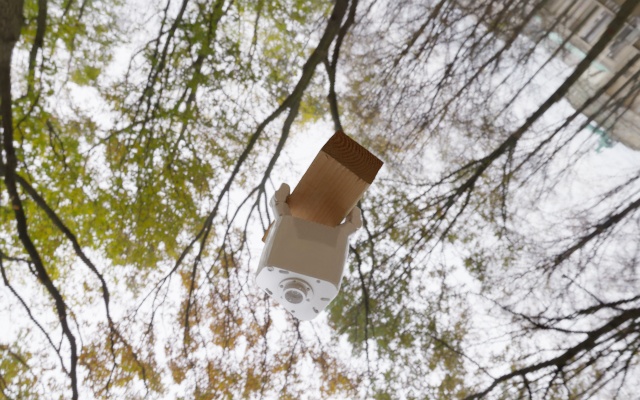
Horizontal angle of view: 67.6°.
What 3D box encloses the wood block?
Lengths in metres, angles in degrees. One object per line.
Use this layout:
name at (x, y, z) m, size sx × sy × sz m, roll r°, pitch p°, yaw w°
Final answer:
wood block at (0.000, 0.003, 0.763) m, size 0.091 × 0.206 × 0.090 m, roll 36°, pitch 34°, yaw 0°
